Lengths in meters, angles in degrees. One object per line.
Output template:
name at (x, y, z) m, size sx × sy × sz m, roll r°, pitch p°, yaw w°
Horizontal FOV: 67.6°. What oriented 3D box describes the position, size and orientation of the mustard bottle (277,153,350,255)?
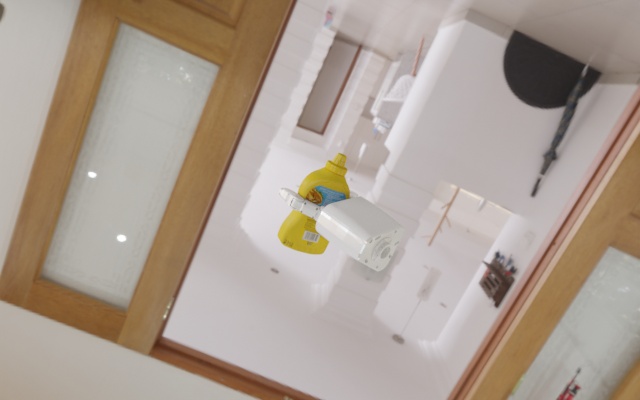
mustard bottle at (0.000, 0.003, 0.871) m, size 0.096 × 0.192 × 0.058 m, roll 18°, pitch 16°, yaw -27°
